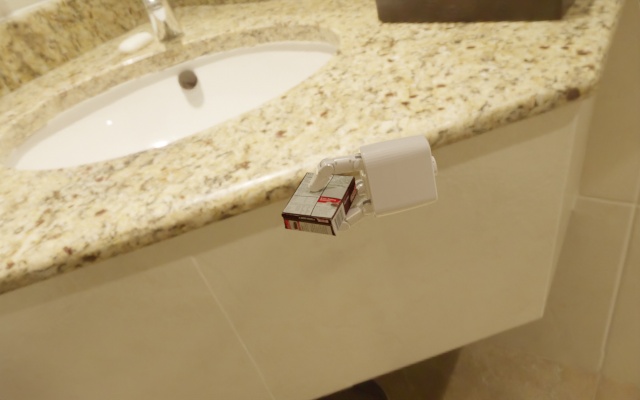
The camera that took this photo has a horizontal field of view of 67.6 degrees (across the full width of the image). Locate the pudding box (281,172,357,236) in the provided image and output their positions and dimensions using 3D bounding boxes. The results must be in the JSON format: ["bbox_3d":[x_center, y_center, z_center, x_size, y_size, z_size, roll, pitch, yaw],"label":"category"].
[{"bbox_3d":[0.000,0.002,0.778,0.090,0.039,0.113,6,41,23],"label":"pudding box"}]
